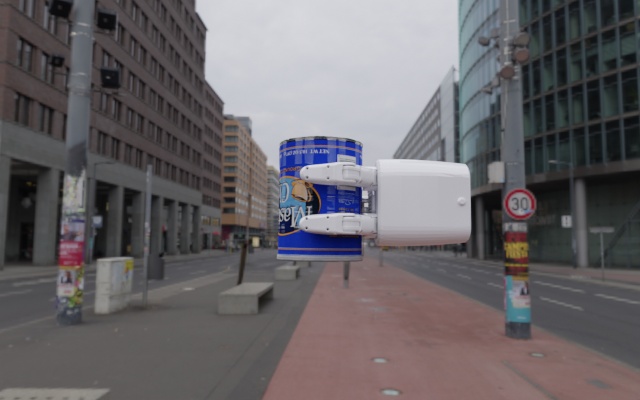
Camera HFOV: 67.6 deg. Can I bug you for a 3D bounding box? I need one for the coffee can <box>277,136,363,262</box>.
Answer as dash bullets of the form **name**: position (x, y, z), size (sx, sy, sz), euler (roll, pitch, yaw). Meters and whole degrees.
- **coffee can**: position (0.000, 0.002, 0.577), size (0.103, 0.140, 0.103), euler (1, -5, 0)
